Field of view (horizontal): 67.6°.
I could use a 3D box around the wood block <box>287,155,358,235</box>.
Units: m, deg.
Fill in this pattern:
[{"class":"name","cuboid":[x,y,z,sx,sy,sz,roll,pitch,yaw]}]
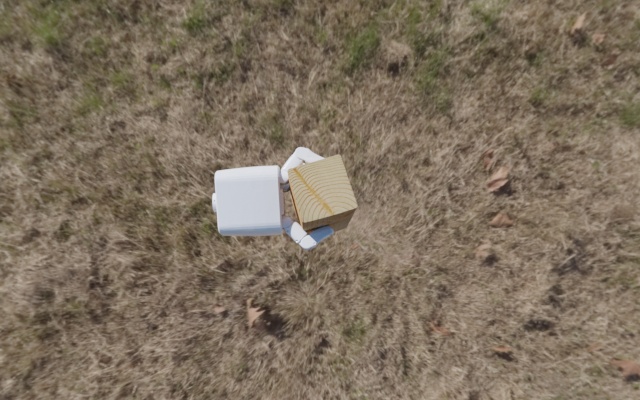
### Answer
[{"class":"wood block","cuboid":[0.000,0.003,0.829,0.090,0.091,0.206,-16,-11,-5]}]
